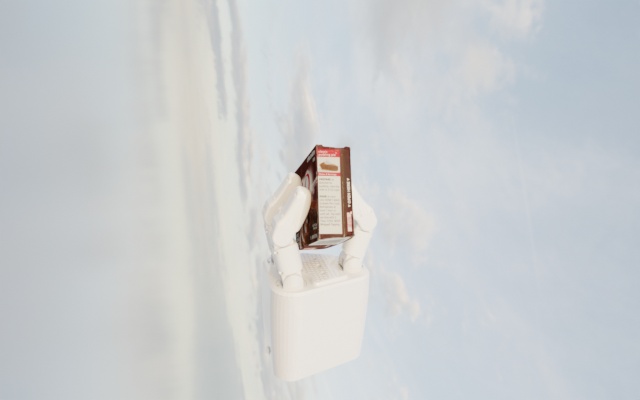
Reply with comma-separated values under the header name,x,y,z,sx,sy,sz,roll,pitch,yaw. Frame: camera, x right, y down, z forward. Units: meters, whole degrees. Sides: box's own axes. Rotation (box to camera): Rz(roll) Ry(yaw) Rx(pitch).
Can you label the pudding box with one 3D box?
name,x,y,z,sx,sy,sz,roll,pitch,yaw
pudding box,0.000,0.002,0.486,0.039,0.090,0.113,0,-11,-16
